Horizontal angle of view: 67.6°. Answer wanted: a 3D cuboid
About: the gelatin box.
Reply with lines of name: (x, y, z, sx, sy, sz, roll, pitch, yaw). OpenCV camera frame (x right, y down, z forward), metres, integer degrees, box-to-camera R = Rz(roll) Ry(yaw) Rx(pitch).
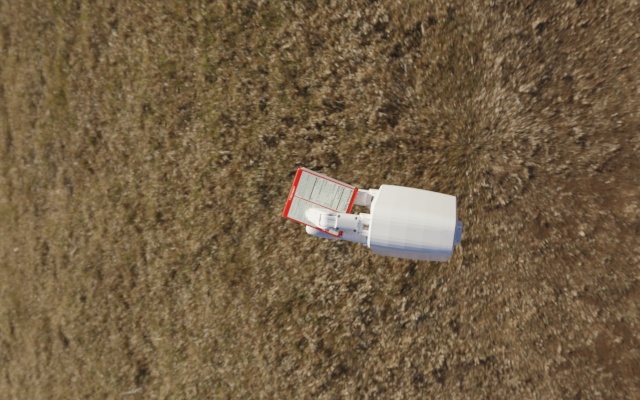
gelatin box: (0.000, 0.002, 0.671, 0.089, 0.073, 0.030, 20, 10, 6)
